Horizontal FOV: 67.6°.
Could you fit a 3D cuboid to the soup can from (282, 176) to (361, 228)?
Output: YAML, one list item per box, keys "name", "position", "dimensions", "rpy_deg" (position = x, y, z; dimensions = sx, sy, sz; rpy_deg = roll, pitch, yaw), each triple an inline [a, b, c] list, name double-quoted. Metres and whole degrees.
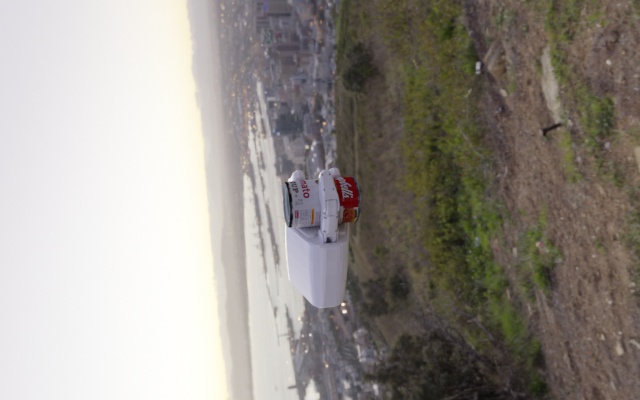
- name: "soup can"
  position: [0.000, 0.002, 0.690]
  dimensions: [0.102, 0.068, 0.068]
  rpy_deg: [-5, 1, -12]
